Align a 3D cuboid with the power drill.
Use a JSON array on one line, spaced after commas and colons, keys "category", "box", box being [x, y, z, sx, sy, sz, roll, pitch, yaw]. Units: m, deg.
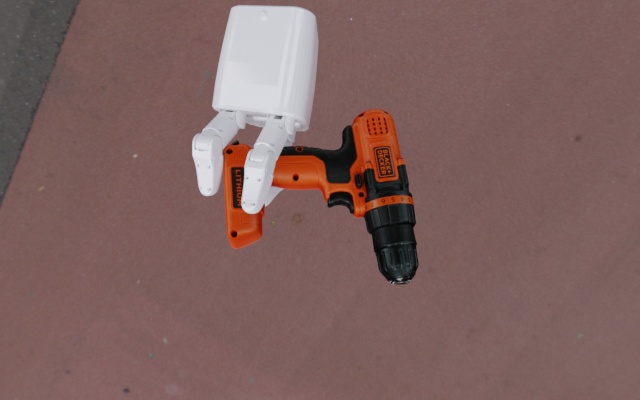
[{"category": "power drill", "box": [0.000, 0.001, 0.485, 0.187, 0.184, 0.057, -6, -19, -5]}]
